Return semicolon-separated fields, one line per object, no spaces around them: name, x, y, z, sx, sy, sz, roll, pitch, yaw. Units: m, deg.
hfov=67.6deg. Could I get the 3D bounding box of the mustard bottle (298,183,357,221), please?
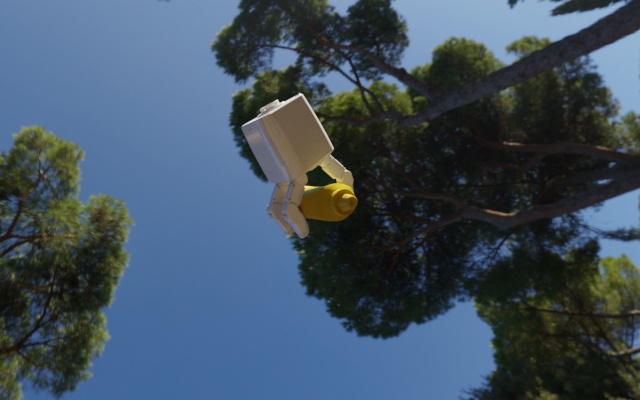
mustard bottle;0.000;0.003;0.777;0.096;0.058;0.191;-10;4;-29
